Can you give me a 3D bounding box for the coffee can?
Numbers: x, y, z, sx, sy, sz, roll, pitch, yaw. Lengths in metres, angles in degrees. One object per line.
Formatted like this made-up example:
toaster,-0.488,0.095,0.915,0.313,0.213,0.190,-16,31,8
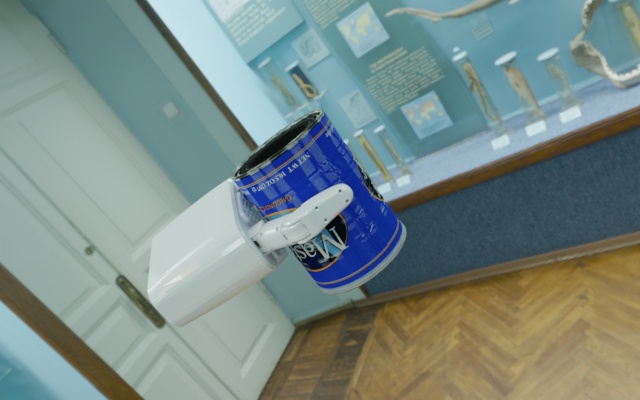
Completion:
coffee can,0.000,0.001,0.447,0.103,0.140,0.102,-33,17,12
